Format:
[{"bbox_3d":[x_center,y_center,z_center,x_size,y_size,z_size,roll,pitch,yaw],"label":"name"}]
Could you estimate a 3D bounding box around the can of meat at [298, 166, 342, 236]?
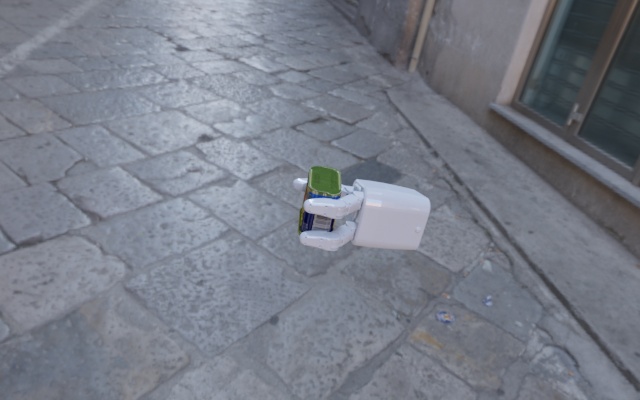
[{"bbox_3d":[0.000,0.002,0.750,0.057,0.084,0.102,10,28,-5],"label":"can of meat"}]
